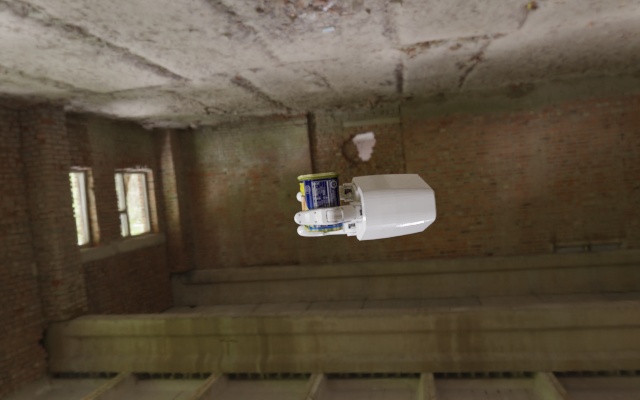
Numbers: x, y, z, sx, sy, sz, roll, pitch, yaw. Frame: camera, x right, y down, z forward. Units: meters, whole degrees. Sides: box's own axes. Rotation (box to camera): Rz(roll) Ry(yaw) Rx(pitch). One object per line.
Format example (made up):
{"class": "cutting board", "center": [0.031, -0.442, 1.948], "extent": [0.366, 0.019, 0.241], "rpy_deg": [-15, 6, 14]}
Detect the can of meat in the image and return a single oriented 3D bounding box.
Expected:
{"class": "can of meat", "center": [0.000, 0.003, 0.715], "extent": [0.057, 0.084, 0.102], "rpy_deg": [-6, 2, -6]}
